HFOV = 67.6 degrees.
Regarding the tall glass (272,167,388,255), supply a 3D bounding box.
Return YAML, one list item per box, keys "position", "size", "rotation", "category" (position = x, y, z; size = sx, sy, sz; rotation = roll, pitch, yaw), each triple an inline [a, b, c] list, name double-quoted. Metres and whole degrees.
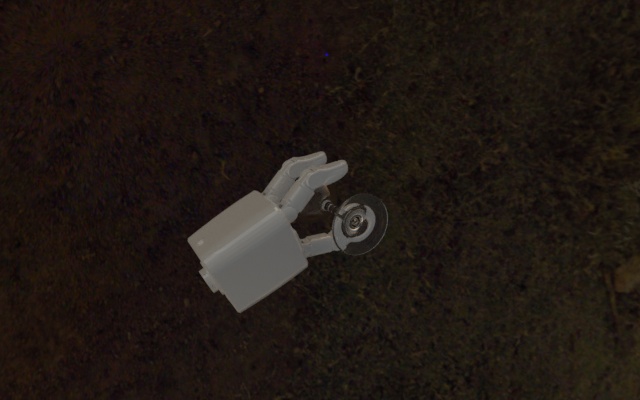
- position: [0.001, 0.002, 0.627]
  size: [0.079, 0.079, 0.201]
  rotation: [0, 15, -28]
  category: "tall glass"
